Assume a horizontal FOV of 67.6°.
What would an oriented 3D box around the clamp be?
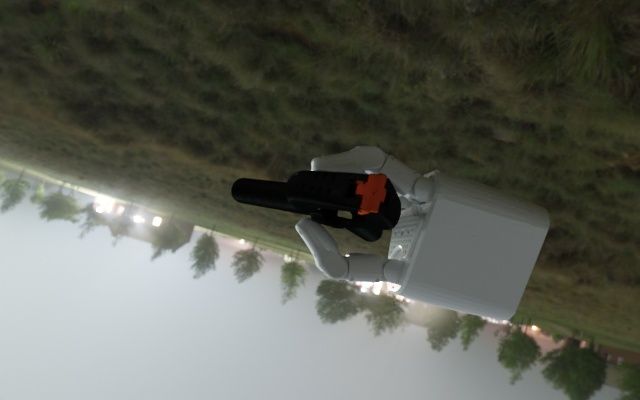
[{"bbox_3d":[0.000,0.002,0.413,0.164,0.036,0.210,15,-9,-6],"label":"clamp"}]
